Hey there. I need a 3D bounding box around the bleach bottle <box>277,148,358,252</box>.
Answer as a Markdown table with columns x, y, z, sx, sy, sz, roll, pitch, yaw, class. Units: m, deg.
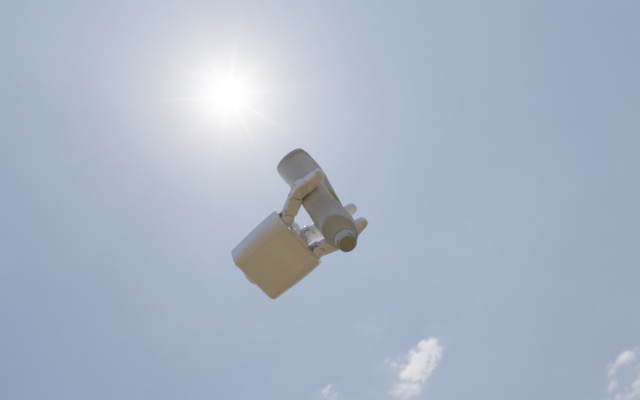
| x | y | z | sx | sy | sz | roll | pitch | yaw | class |
| --- | --- | --- | --- | --- | --- | --- | --- | --- | --- |
| 0.000 | 0.003 | 0.797 | 0.103 | 0.068 | 0.250 | 45 | 7 | -31 | bleach bottle |
